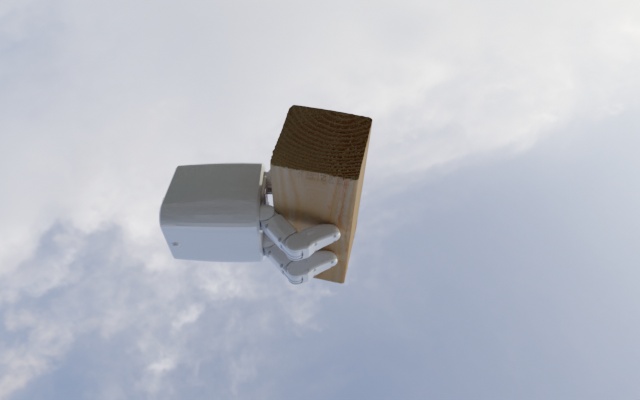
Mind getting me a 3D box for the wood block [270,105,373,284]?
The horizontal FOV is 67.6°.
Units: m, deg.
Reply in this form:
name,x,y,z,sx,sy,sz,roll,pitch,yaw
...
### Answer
name,x,y,z,sx,sy,sz,roll,pitch,yaw
wood block,0.000,0.002,0.555,0.090,0.090,0.206,10,-37,6
